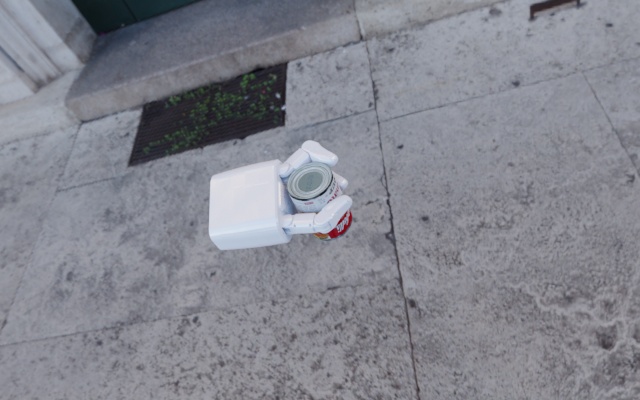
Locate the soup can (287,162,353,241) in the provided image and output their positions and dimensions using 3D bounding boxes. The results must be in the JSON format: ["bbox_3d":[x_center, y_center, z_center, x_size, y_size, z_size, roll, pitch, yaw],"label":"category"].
[{"bbox_3d":[0.000,0.002,0.680,0.068,0.068,0.102,0,-37,23],"label":"soup can"}]
